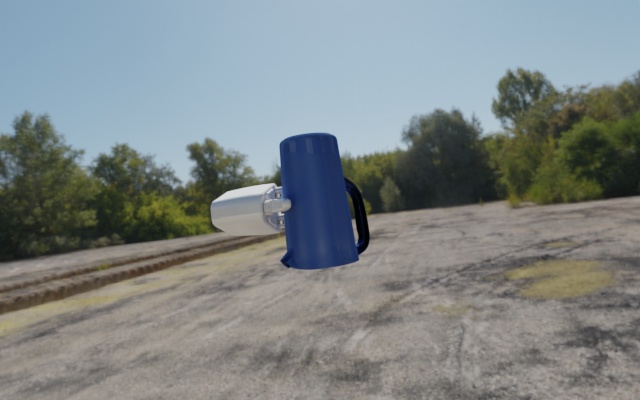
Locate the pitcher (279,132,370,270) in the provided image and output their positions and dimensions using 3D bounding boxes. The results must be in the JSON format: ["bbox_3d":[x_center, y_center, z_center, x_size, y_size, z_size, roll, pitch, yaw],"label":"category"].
[{"bbox_3d":[0.000,0.003,0.882,0.145,0.243,0.149,-7,-2,16],"label":"pitcher"}]
